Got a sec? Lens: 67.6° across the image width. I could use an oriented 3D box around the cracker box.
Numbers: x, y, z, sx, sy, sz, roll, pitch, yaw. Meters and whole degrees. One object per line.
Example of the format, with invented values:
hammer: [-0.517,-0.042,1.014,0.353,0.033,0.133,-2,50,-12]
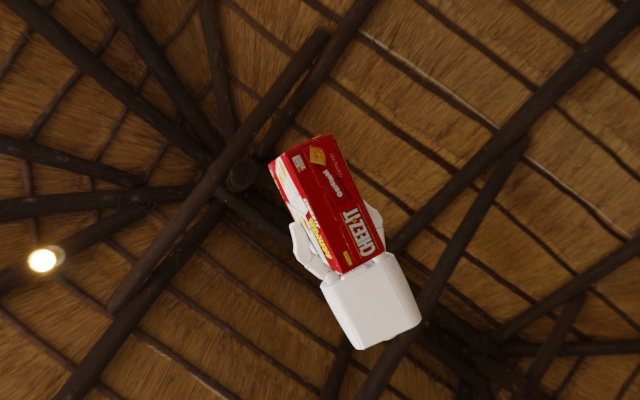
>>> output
cracker box: [0.000,0.002,0.670,0.072,0.164,0.213,-27,5,-10]
